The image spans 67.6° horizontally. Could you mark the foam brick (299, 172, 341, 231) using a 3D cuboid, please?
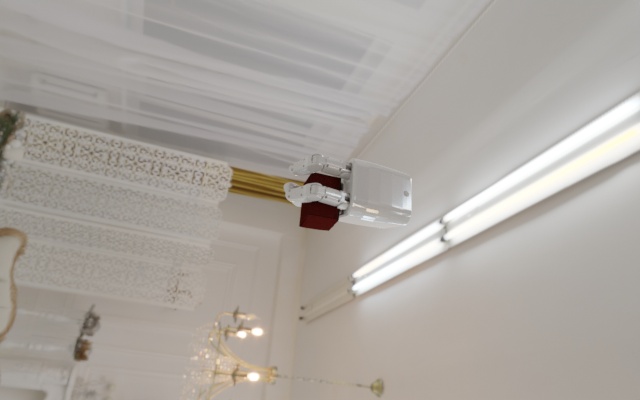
[{"bbox_3d":[0.000,0.003,0.767,0.051,0.078,0.053,12,-27,-15],"label":"foam brick"}]
